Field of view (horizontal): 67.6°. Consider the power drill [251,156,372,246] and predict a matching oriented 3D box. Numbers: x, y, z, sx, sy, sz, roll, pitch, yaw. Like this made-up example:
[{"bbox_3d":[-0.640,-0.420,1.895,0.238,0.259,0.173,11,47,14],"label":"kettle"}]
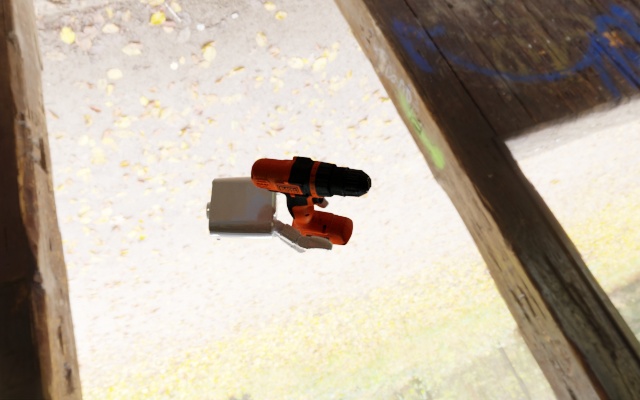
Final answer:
[{"bbox_3d":[0.000,0.003,0.750,0.184,0.057,0.188,9,-31,21],"label":"power drill"}]
